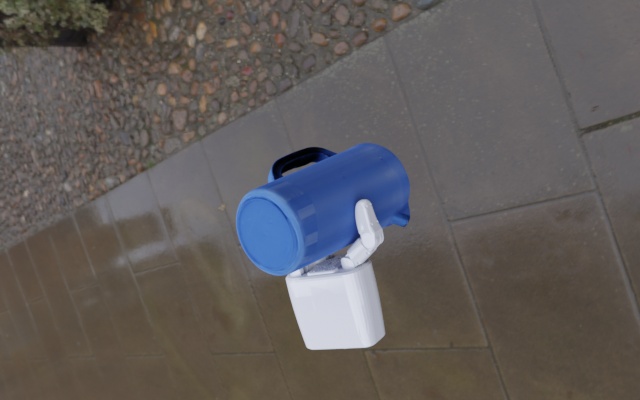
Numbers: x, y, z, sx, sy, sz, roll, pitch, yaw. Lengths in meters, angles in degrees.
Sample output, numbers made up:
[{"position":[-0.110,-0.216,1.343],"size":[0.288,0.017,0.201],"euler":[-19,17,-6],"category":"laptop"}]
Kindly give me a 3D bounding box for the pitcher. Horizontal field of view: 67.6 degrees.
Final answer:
[{"position":[0.000,0.002,0.644],"size":[0.149,0.145,0.243],"euler":[-7,11,40],"category":"pitcher"}]
